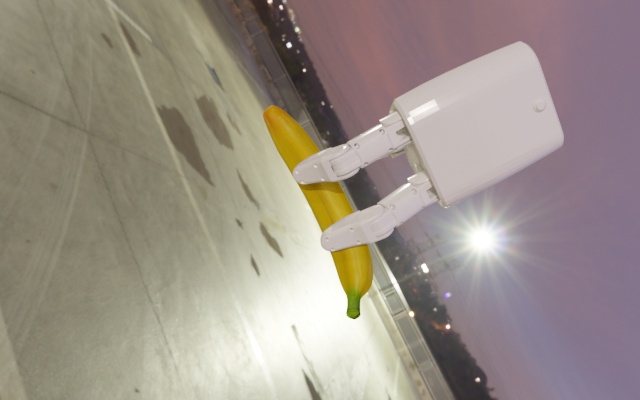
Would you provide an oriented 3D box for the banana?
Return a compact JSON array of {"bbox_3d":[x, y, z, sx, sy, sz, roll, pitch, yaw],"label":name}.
[{"bbox_3d":[0.005,0.005,0.435,0.037,0.198,0.069,-26,-6,10],"label":"banana"}]
